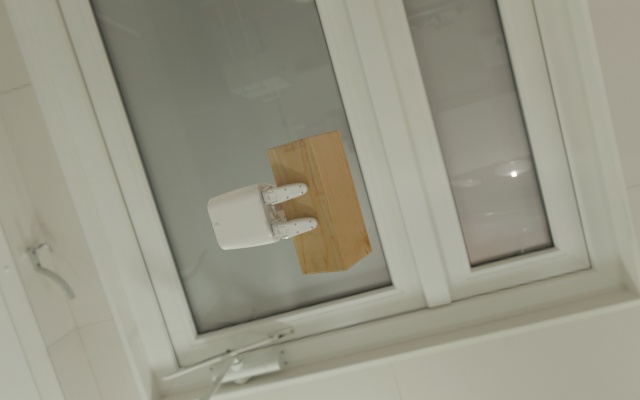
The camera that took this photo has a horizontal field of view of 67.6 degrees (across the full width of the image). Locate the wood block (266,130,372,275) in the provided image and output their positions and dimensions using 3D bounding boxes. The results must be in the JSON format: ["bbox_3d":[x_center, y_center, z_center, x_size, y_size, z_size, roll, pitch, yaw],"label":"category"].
[{"bbox_3d":[0.000,0.003,0.762,0.090,0.206,0.091,-11,8,35],"label":"wood block"}]
